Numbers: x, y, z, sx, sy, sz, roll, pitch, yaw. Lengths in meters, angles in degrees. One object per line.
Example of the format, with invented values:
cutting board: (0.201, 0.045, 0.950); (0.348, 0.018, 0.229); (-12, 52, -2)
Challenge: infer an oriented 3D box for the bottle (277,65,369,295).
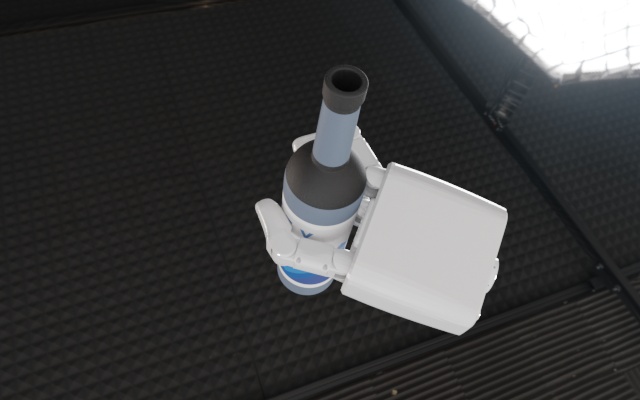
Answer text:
bottle: (0.000, 0.001, 0.416); (0.069, 0.069, 0.296); (0, -30, -7)
